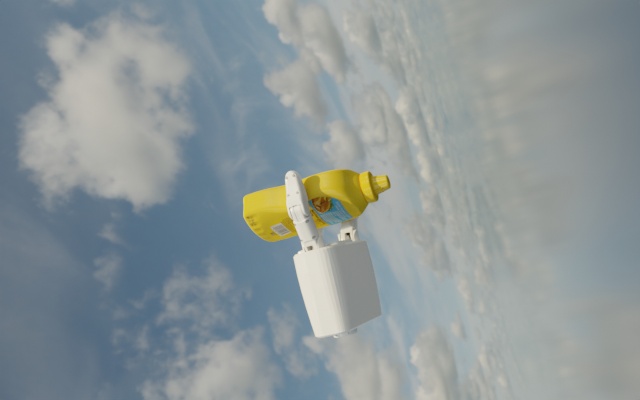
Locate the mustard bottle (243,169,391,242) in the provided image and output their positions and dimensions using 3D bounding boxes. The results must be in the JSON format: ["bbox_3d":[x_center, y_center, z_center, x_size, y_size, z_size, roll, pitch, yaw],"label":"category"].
[{"bbox_3d":[0.000,0.002,0.639,0.191,0.058,0.096,-16,-33,18],"label":"mustard bottle"}]
